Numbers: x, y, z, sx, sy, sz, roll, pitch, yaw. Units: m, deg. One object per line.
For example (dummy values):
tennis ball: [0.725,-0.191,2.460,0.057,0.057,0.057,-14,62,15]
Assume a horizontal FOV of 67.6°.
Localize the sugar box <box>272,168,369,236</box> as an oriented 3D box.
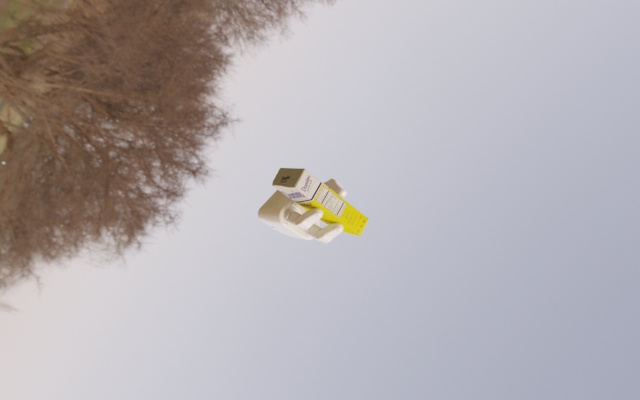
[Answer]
sugar box: [0.000,0.003,0.898,0.176,0.048,0.093,34,-14,-30]
